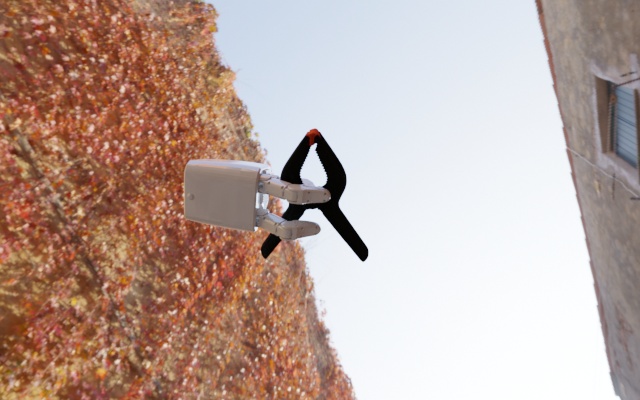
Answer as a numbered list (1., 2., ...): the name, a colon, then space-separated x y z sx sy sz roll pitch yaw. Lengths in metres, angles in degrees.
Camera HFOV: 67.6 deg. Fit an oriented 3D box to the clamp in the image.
1. clamp: 0.000 0.001 0.695 0.164 0.210 0.036 7 24 0
